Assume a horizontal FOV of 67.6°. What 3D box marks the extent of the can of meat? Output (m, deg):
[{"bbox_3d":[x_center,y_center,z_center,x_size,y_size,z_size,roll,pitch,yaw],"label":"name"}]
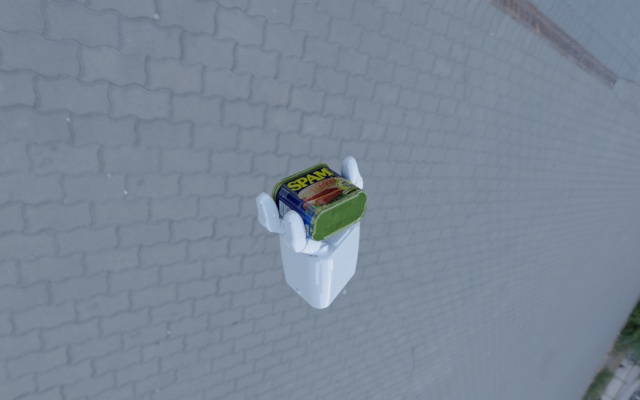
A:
[{"bbox_3d":[0.000,0.002,0.638,0.102,0.057,0.084,-25,45,-33],"label":"can of meat"}]
